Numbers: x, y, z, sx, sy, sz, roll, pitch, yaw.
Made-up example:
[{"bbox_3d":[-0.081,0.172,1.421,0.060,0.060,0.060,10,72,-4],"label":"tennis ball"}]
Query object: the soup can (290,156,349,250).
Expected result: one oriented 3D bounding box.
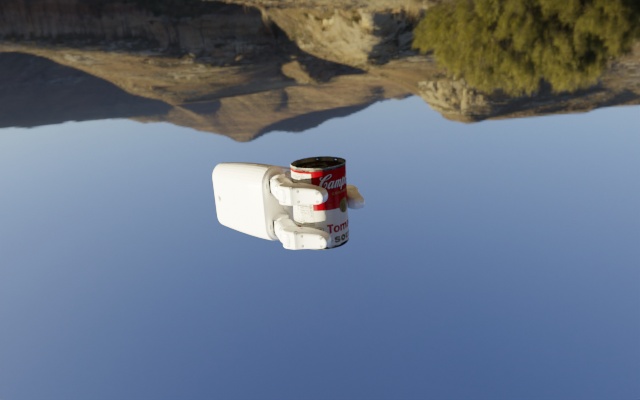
[{"bbox_3d":[0.001,0.002,0.592,0.068,0.102,0.068,-3,16,1],"label":"soup can"}]
